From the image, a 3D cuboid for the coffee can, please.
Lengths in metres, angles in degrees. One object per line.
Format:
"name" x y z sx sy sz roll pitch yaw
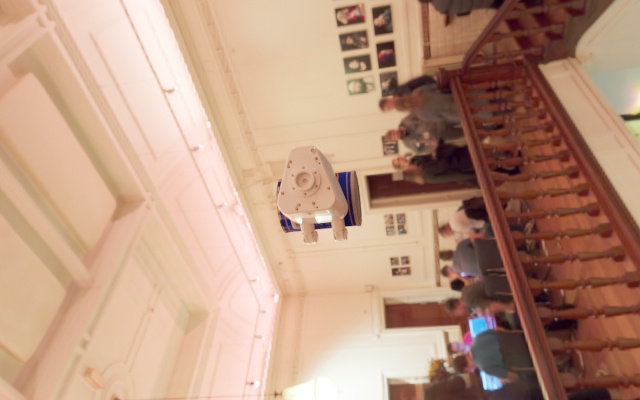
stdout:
"coffee can" 0.000 0.003 0.876 0.140 0.103 0.103 -6 -1 9
